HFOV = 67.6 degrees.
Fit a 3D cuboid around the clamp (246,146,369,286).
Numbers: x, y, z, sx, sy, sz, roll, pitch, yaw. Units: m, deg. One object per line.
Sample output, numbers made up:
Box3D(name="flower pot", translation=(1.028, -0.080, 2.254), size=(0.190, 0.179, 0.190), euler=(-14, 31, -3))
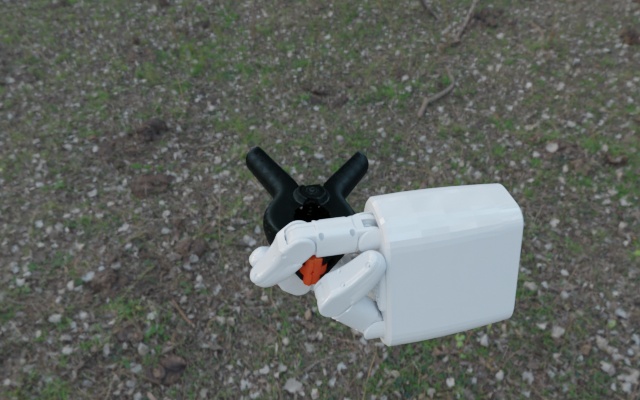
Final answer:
Box3D(name="clamp", translation=(0.000, 0.001, 0.422), size=(0.120, 0.039, 0.171), euler=(-8, 41, -8))
